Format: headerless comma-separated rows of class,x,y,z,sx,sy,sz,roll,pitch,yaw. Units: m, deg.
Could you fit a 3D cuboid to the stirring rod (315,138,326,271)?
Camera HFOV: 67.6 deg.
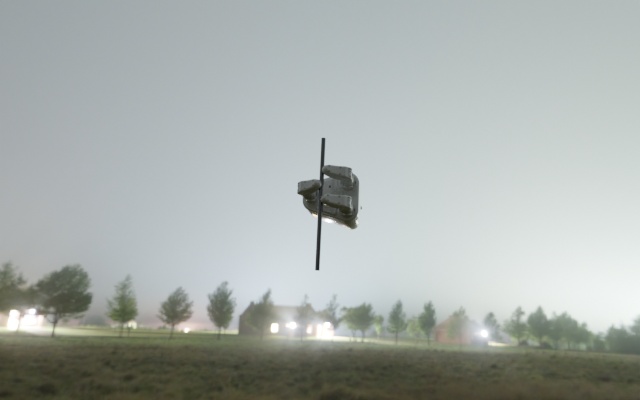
stirring rod,0.000,0.003,0.844,0.011,0.239,0.011,3,-14,1
